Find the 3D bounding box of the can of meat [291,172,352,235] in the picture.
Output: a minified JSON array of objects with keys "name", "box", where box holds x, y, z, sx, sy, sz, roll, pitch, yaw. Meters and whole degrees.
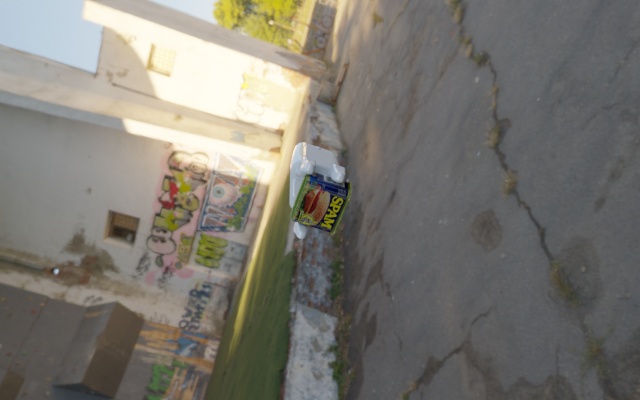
[{"name":"can of meat","box":[0.000,0.003,0.862,0.084,0.102,0.057,17,30,-10]}]
